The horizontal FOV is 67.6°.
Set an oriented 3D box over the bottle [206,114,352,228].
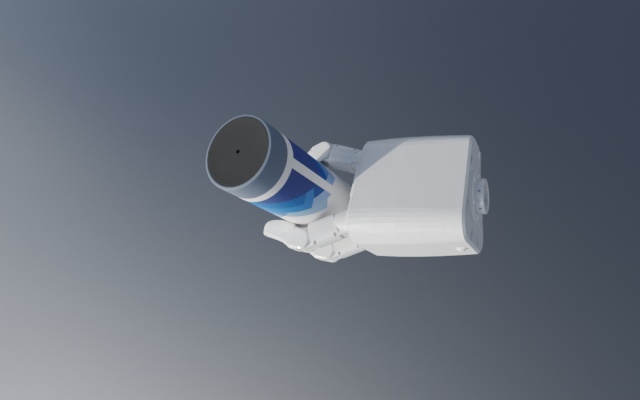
[{"bbox_3d":[0.000,0.002,0.511,0.069,0.069,0.296,0,-16,29],"label":"bottle"}]
